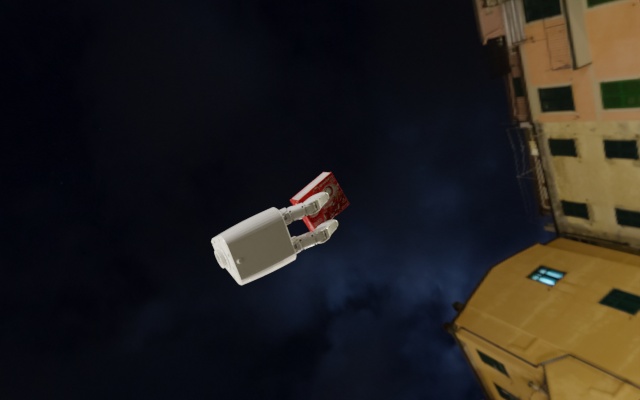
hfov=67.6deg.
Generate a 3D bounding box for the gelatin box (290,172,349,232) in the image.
[{"bbox_3d":[0.000,0.003,0.864,0.089,0.073,0.030,-41,24,-23],"label":"gelatin box"}]
